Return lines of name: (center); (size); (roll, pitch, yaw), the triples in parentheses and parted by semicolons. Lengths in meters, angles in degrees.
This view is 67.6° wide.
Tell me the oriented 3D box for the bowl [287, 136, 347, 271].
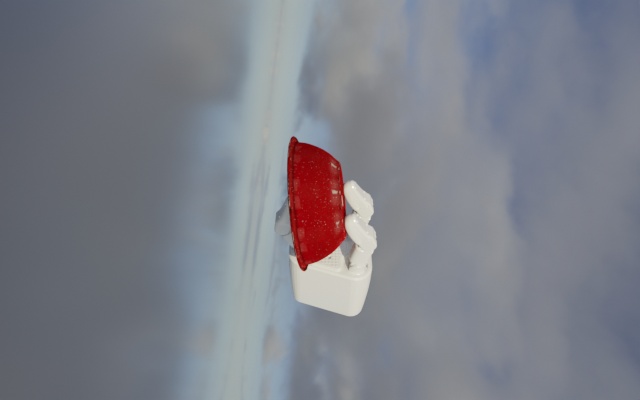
bowl: (0.000, 0.001, 0.568); (0.055, 0.162, 0.162); (-5, -1, 6)
